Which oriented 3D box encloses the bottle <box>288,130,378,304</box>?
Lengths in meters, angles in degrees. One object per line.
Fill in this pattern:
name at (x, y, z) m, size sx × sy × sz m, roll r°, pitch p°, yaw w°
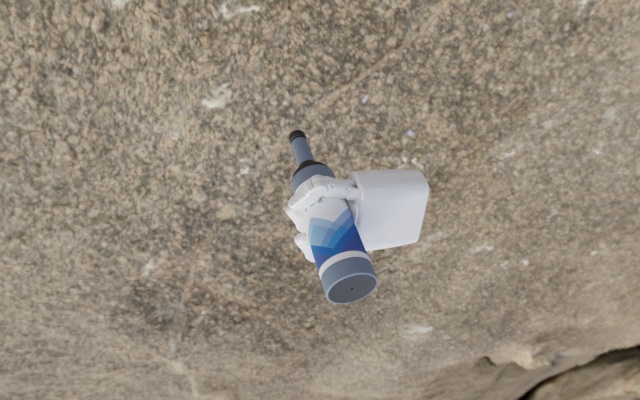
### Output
bottle at (0.000, 0.002, 0.676) m, size 0.069 × 0.295 × 0.069 m, roll -12°, pitch -41°, yaw -10°
